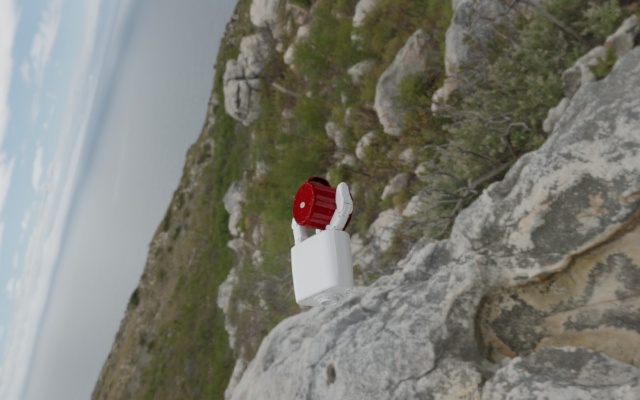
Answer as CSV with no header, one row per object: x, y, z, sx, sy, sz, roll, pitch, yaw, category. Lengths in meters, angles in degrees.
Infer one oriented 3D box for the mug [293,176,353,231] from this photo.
0.000,0.002,0.891,0.081,0.117,0.093,13,-38,-29,mug
